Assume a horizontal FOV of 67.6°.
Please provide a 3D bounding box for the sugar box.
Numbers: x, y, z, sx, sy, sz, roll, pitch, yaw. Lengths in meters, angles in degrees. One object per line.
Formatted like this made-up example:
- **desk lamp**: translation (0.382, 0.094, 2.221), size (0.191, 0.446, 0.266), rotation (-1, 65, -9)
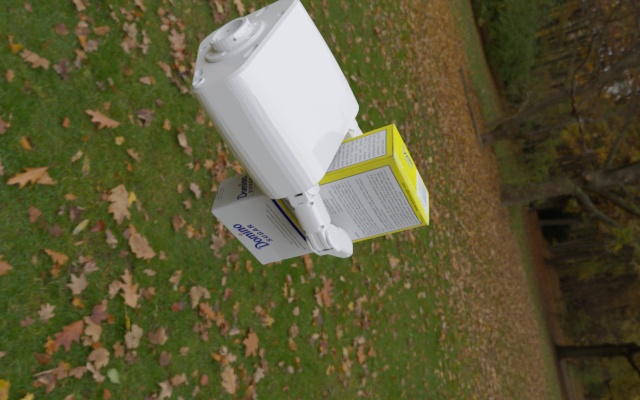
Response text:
- **sugar box**: translation (0.000, 0.001, 0.433), size (0.176, 0.048, 0.093), rotation (-13, -46, 24)
